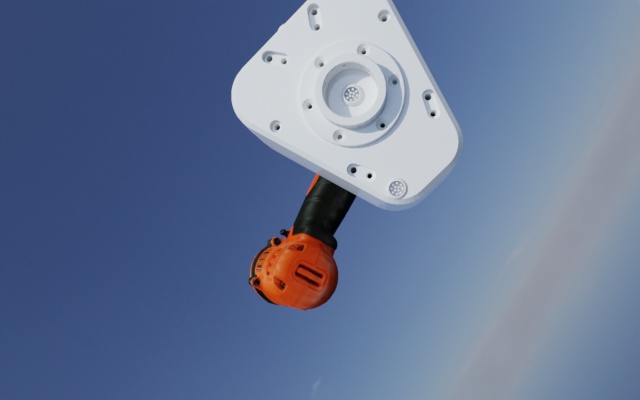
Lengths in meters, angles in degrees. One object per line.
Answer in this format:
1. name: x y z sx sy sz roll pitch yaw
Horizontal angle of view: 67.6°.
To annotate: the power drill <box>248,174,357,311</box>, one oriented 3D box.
1. power drill: 0.000 0.001 0.405 0.057 0.187 0.184 27 -13 -11
